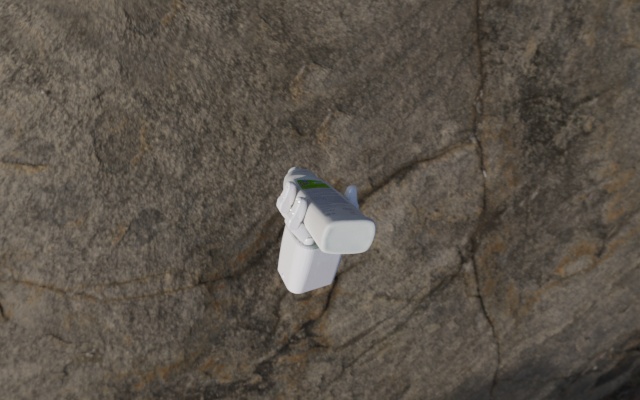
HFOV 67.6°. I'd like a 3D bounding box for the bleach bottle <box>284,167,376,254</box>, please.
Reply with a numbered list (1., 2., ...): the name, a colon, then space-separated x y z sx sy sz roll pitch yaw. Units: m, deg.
1. bleach bottle: 0.000 0.003 0.879 0.102 0.068 0.250 0 28 -25
